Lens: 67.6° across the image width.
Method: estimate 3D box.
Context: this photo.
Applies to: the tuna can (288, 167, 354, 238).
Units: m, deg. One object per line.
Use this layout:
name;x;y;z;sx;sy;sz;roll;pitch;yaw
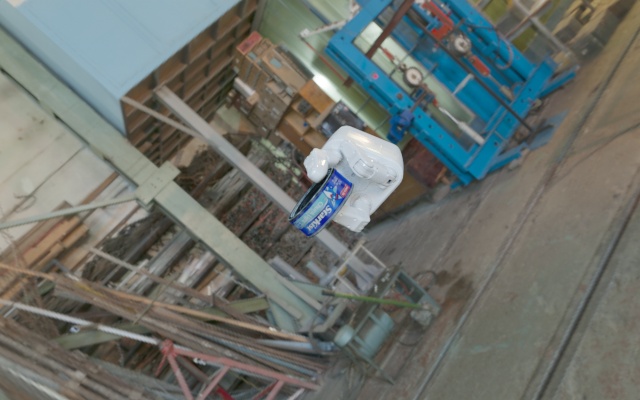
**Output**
tuna can;0.000;0.002;0.574;0.034;0.086;0.086;40;-8;-9
